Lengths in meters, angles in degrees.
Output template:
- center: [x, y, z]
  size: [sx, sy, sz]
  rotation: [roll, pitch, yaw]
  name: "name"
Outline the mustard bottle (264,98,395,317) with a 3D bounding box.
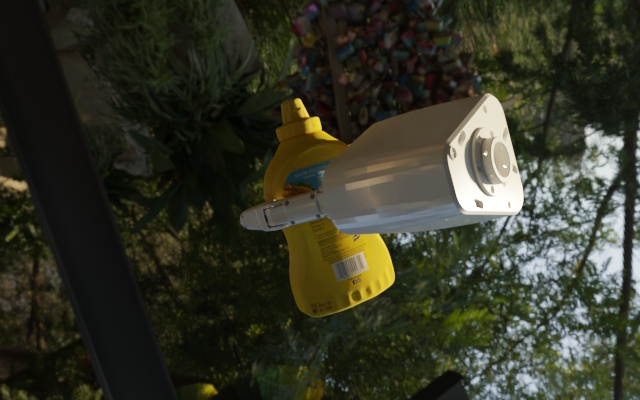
- center: [0.000, 0.002, 0.440]
  size: [0.096, 0.191, 0.058]
  rotation: [-19, 6, -21]
  name: "mustard bottle"
